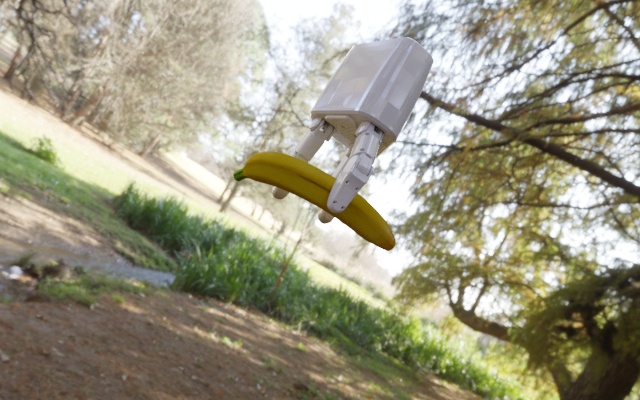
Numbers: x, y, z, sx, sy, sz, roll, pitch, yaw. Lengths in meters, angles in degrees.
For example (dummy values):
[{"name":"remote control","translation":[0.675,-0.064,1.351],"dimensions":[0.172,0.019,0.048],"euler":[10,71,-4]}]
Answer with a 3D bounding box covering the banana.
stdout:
[{"name":"banana","translation":[-0.001,-0.006,0.510],"dimensions":[0.198,0.037,0.070],"euler":[27,-20,4]}]
